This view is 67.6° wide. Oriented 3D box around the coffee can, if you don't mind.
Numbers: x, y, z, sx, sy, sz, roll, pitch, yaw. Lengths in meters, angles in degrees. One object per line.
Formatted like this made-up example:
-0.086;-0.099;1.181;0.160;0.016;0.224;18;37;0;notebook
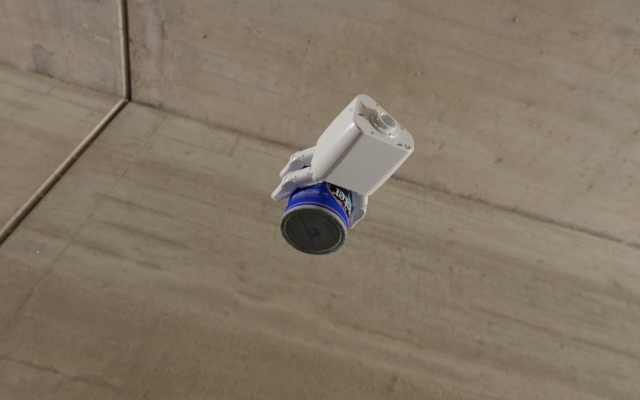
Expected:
0.000;0.003;0.771;0.103;0.103;0.140;0;42;14;coffee can
